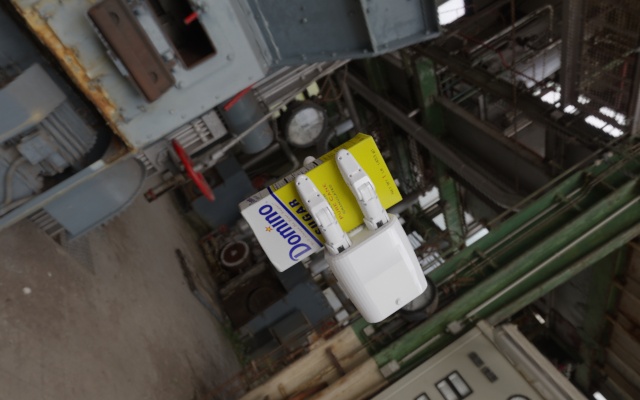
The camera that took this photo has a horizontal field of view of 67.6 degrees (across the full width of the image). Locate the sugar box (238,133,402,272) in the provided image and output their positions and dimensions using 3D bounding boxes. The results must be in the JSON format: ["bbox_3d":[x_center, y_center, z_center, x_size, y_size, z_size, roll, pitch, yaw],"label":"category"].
[{"bbox_3d":[0.000,0.002,0.577,0.176,0.093,0.048,-32,18,-7],"label":"sugar box"}]
